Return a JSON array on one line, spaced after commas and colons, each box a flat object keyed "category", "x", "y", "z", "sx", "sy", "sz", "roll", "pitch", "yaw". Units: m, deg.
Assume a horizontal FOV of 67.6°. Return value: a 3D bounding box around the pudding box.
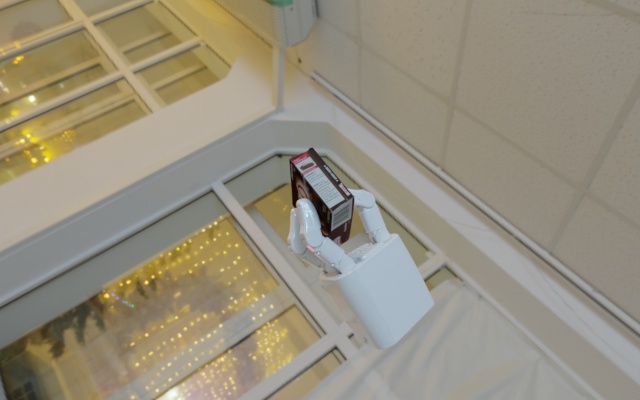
[{"category": "pudding box", "x": 0.000, "y": 0.002, "z": 0.600, "sx": 0.039, "sy": 0.090, "sz": 0.114, "roll": -30, "pitch": -26, "yaw": -20}]
